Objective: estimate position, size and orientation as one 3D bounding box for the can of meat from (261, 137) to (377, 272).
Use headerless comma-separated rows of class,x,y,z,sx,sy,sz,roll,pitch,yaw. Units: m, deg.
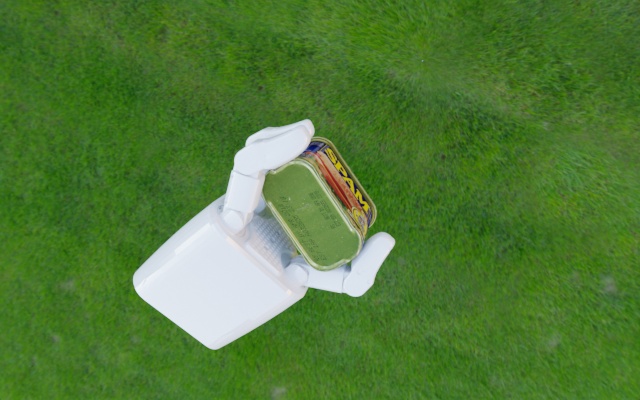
can of meat,0.000,0.001,0.414,0.057,0.102,0.084,-32,7,19
